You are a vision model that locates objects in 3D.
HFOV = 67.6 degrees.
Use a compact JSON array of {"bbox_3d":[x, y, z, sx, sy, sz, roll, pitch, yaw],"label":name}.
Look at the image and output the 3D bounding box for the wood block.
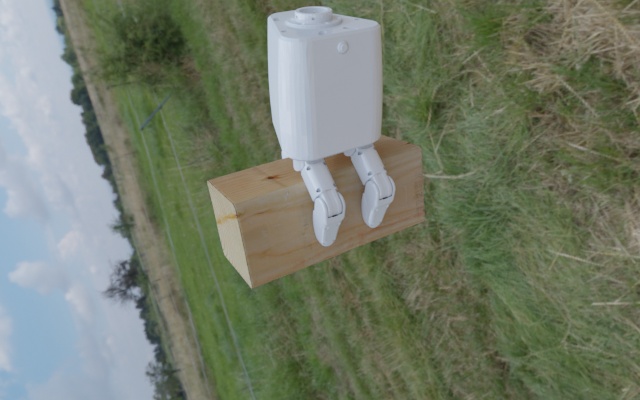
[{"bbox_3d":[0.000,0.001,0.505,0.206,0.090,0.090,-18,25,-23],"label":"wood block"}]
